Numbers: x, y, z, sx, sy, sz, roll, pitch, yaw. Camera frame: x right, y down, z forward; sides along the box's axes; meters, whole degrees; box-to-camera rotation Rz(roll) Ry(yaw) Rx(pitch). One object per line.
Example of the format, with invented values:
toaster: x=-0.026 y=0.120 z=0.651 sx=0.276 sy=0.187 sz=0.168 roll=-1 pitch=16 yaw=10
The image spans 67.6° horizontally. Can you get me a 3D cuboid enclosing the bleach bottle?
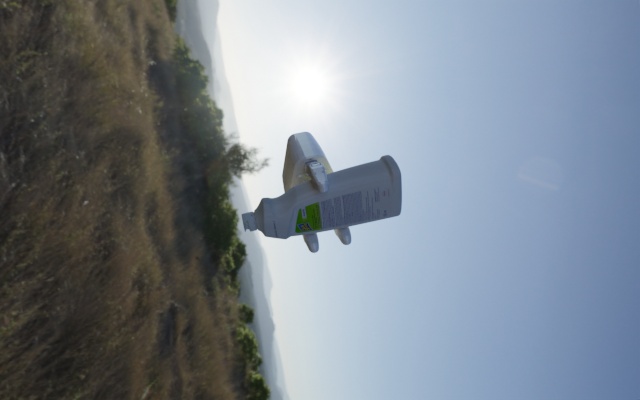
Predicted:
bleach bottle: x=0.000 y=0.003 z=0.756 sx=0.251 sy=0.103 sz=0.068 roll=-12 pitch=35 yaw=-7
